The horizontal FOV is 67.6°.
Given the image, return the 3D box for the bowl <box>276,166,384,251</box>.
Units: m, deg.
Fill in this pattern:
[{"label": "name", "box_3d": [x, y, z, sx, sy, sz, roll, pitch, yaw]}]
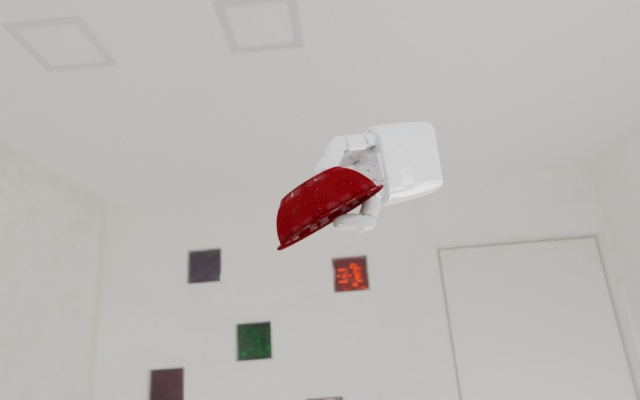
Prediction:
[{"label": "bowl", "box_3d": [-0.001, 0.002, 0.625, 0.162, 0.055, 0.162, -31, -6, -4]}]
